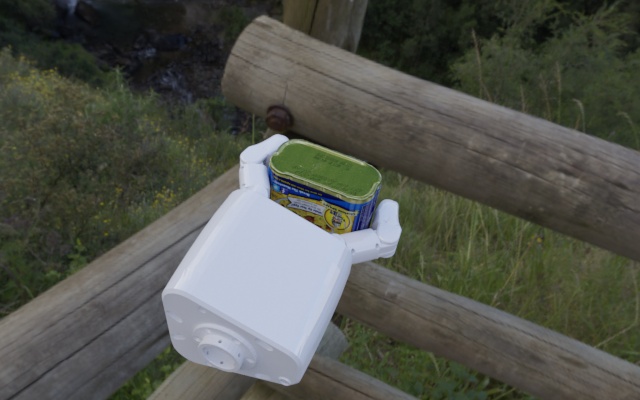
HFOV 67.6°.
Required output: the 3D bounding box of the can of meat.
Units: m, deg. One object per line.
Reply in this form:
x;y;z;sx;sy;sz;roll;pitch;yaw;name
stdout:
0.000;0.001;0.435;0.102;0.084;0.057;20;45;12;can of meat
